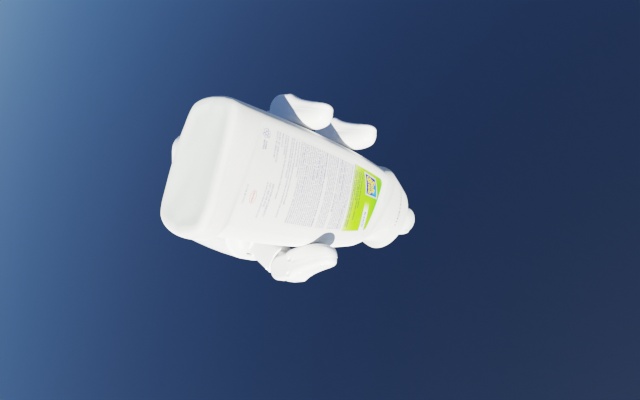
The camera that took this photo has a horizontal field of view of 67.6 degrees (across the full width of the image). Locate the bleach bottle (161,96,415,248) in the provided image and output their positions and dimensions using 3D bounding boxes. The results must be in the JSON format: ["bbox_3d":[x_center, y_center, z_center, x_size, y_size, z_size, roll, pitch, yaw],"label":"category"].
[{"bbox_3d":[0.000,0.001,0.406,0.068,0.102,0.251,12,-4,44],"label":"bleach bottle"}]
